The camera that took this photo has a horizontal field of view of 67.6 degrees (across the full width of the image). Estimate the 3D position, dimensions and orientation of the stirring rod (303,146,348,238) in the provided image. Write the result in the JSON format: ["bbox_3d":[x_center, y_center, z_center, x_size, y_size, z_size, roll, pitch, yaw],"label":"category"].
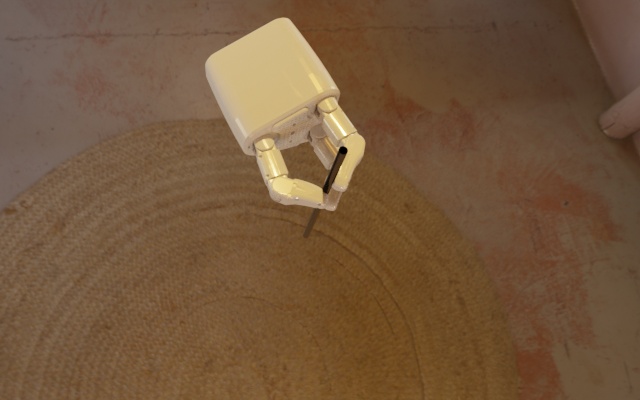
[{"bbox_3d":[0.000,0.002,0.511,0.011,0.011,0.240,0,-21,-10],"label":"stirring rod"}]
